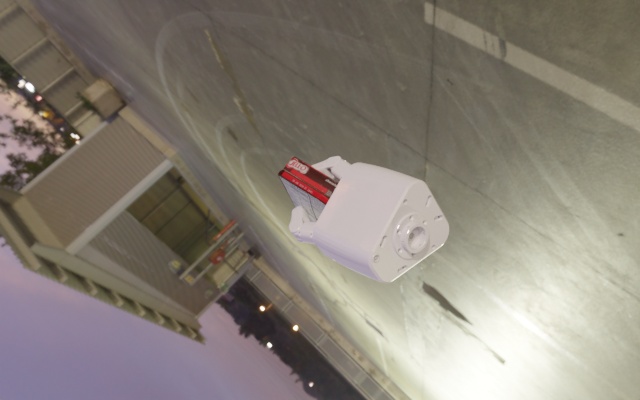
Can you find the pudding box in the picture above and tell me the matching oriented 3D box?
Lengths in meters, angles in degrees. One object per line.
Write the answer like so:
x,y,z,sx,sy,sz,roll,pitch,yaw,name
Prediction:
0.000,0.002,0.629,0.090,0.039,0.114,34,-19,29,pudding box
